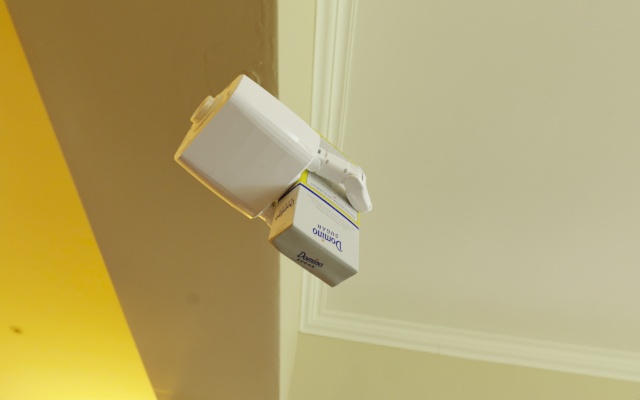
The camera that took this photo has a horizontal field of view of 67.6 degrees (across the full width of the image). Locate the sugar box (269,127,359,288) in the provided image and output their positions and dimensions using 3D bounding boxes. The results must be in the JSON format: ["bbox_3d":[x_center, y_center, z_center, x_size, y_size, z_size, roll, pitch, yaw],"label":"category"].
[{"bbox_3d":[0.000,0.002,0.539,0.093,0.176,0.048,38,-54,-23],"label":"sugar box"}]
